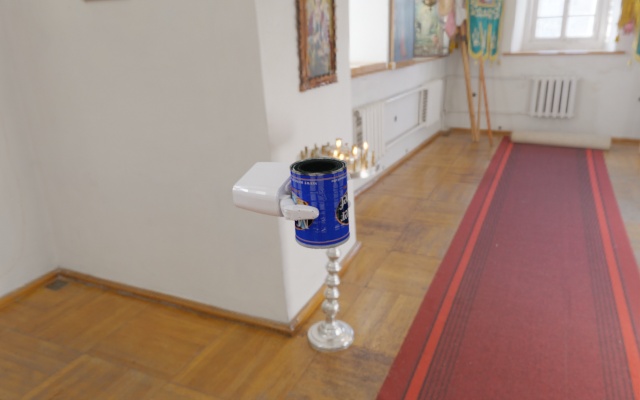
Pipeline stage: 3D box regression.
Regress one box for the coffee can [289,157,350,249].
[{"bbox_3d":[0.000,0.003,0.861,0.103,0.140,0.102,-3,21,1],"label":"coffee can"}]
